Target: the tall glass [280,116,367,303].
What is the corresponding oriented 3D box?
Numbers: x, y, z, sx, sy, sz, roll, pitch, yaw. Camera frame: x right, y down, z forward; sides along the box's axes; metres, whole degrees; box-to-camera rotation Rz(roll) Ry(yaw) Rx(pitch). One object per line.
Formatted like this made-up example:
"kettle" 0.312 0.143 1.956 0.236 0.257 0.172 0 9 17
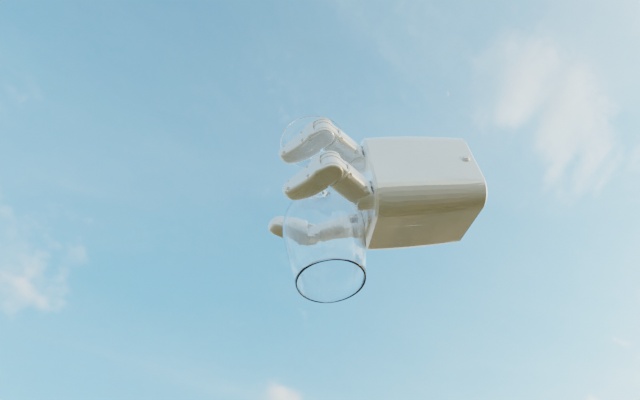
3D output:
"tall glass" 0.000 0.001 0.478 0.079 0.079 0.200 0 43 -7
